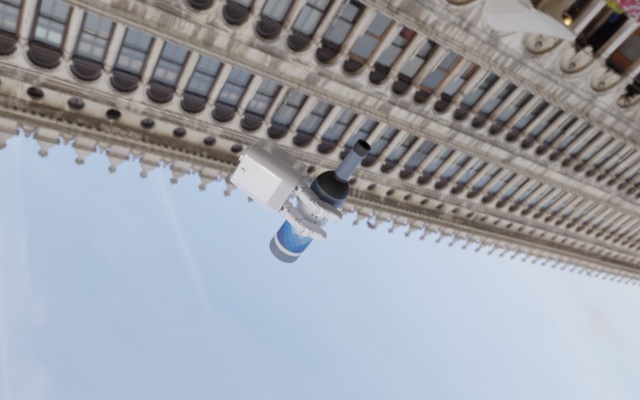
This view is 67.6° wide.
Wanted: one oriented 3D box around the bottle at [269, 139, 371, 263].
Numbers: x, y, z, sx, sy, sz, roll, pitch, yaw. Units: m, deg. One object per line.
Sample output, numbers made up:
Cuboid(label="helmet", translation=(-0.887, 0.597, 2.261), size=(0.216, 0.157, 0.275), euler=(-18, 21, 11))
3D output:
Cuboid(label="bottle", translation=(0.000, 0.003, 0.888), size=(0.069, 0.069, 0.296), euler=(0, -42, -43))
